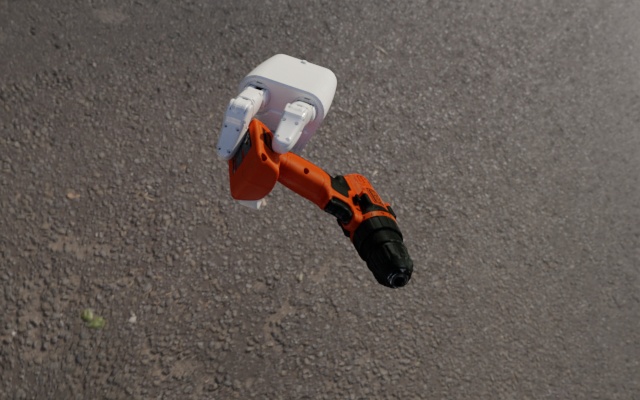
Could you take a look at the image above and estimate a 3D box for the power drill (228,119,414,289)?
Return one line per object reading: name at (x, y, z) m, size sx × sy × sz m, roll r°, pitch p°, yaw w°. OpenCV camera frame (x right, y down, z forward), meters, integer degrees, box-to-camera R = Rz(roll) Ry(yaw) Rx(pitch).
power drill at (0.000, 0.001, 0.489) m, size 0.188 × 0.057 × 0.184 m, roll 28°, pitch 19°, yaw -26°
